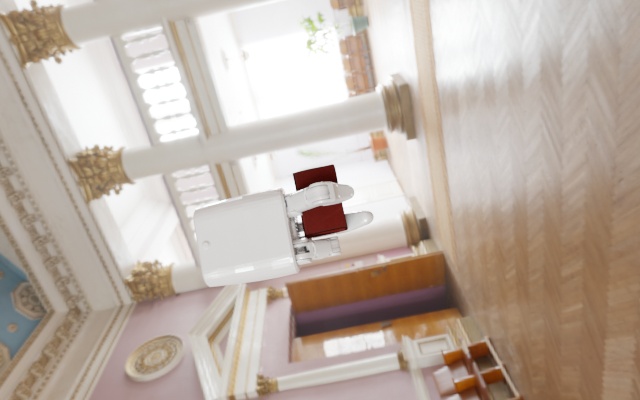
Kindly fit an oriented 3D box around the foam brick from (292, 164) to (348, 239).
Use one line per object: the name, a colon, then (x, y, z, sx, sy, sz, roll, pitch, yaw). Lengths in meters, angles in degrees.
foam brick: (0.000, 0.002, 0.571, 0.051, 0.078, 0.053, -12, -8, 3)
